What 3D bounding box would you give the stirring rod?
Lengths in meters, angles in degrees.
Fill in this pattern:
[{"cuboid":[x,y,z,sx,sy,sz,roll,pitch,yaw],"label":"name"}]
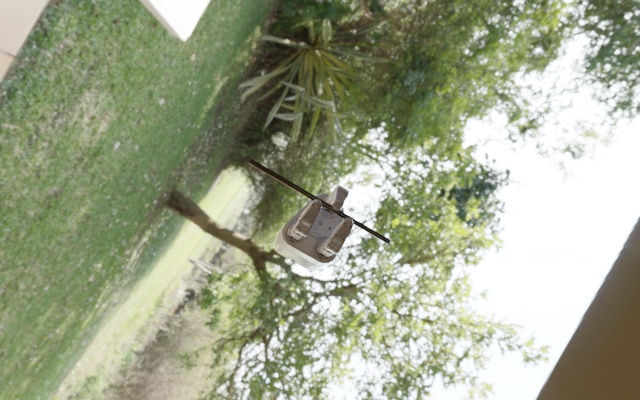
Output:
[{"cuboid":[0.000,0.002,0.711,0.239,0.011,0.011,30,-3,-5],"label":"stirring rod"}]
